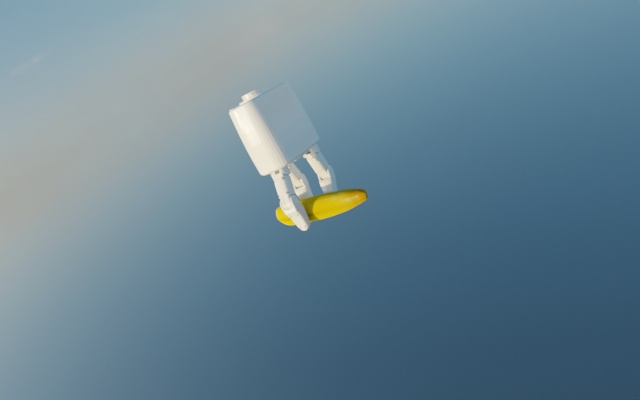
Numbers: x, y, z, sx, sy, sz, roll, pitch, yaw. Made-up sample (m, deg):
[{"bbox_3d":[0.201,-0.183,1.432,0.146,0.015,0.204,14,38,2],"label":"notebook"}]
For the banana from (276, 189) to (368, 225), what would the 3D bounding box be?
[{"bbox_3d":[-0.014,0.011,0.753,0.069,0.037,0.198,-31,12,-38],"label":"banana"}]
